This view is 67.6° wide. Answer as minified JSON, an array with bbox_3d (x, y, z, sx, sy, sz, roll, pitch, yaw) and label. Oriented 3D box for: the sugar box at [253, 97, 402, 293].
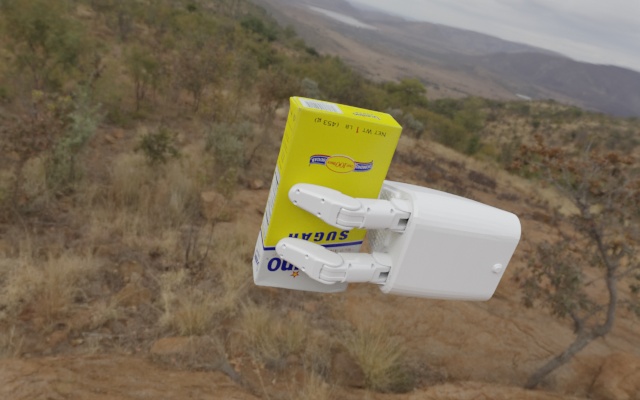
[{"bbox_3d":[0.000,0.002,0.434,0.093,0.176,0.048,8,24,-15],"label":"sugar box"}]
